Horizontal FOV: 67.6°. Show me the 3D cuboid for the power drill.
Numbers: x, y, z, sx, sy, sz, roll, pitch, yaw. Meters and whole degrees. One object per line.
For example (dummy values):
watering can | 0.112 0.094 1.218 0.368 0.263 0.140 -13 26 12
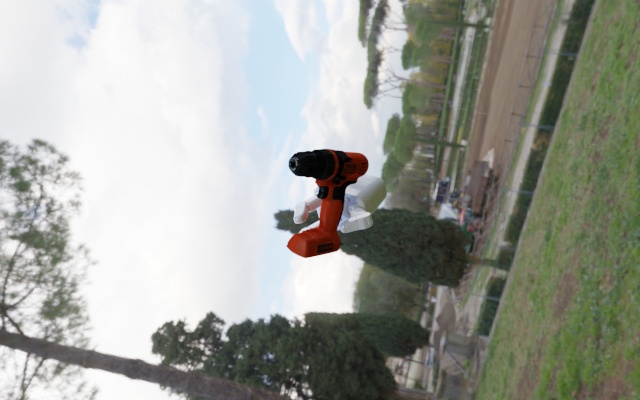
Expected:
power drill | 0.000 0.003 0.817 0.057 0.188 0.184 29 21 37
